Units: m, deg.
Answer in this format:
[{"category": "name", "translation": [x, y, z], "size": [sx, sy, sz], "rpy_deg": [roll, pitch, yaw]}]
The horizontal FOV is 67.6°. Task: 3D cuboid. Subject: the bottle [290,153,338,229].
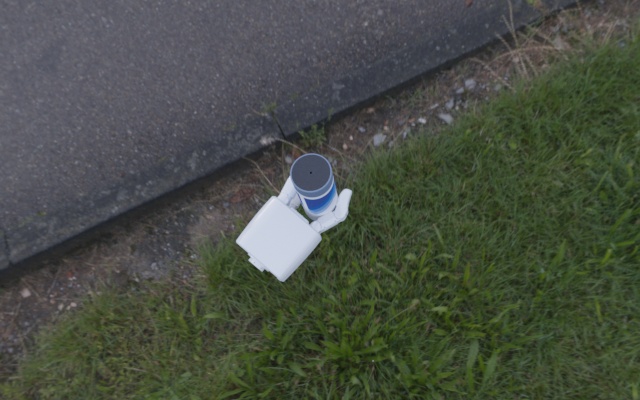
[{"category": "bottle", "translation": [0.000, 0.003, 0.886], "size": [0.069, 0.069, 0.296], "rpy_deg": [0, -18, 6]}]
